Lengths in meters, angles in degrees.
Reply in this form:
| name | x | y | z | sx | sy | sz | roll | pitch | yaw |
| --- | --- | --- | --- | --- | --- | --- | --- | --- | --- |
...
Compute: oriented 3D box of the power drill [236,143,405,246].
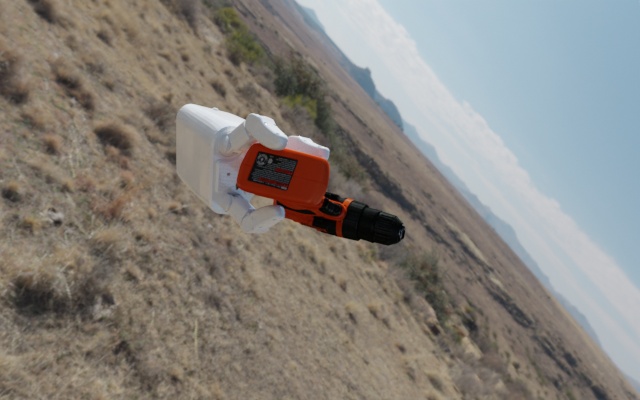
| name | x | y | z | sx | sy | sz | roll | pitch | yaw |
| --- | --- | --- | --- | --- | --- | --- | --- | --- | --- |
| power drill | 0.000 | 0.002 | 0.569 | 0.184 | 0.057 | 0.188 | 13 | -14 | 23 |
